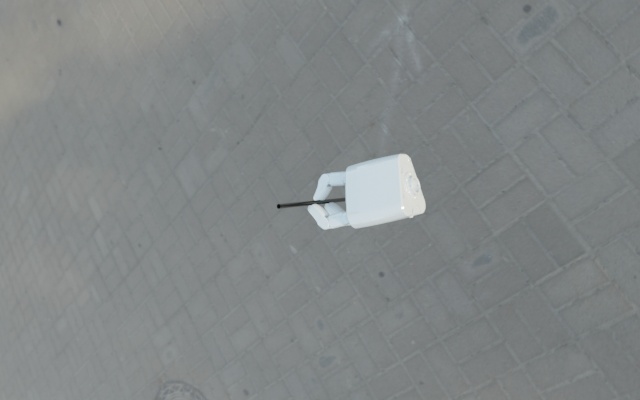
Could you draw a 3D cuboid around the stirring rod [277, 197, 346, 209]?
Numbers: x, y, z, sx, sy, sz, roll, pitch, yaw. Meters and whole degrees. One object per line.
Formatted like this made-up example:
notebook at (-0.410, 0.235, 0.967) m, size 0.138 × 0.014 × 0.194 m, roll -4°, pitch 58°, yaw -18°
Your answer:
stirring rod at (0.000, 0.003, 0.888) m, size 0.011 × 0.011 × 0.239 m, roll 0°, pitch 3°, yaw 35°
